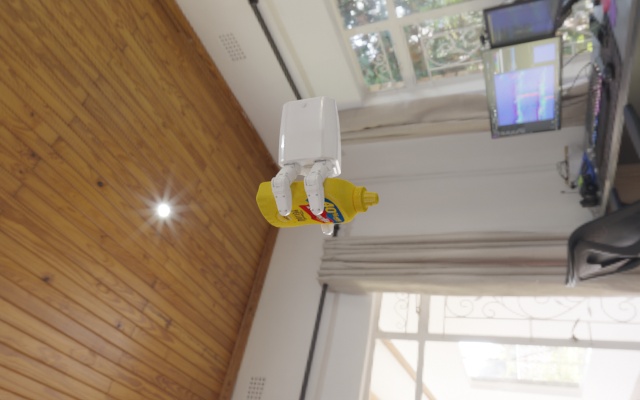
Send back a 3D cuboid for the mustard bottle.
[{"bbox_3d":[0.000,0.003,0.771,0.191,0.058,0.096,-4,-38,23],"label":"mustard bottle"}]
